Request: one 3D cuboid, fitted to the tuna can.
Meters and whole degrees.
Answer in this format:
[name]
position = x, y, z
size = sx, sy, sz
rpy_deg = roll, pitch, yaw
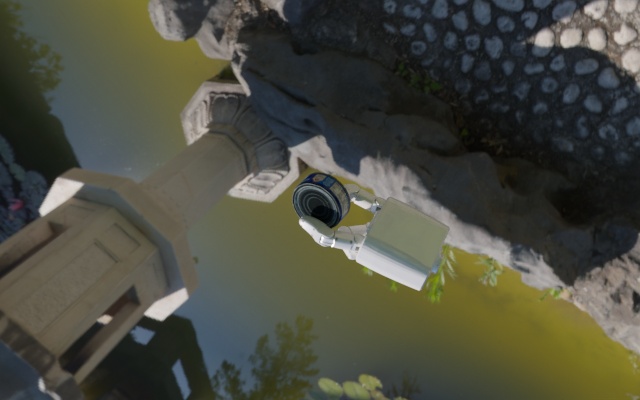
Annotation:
[tuna can]
position = 0.000, 0.003, 0.726
size = 0.086, 0.086, 0.033
rpy_deg = 0, 30, 34
